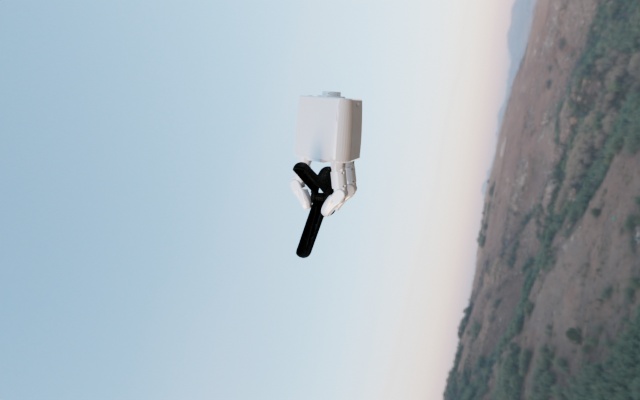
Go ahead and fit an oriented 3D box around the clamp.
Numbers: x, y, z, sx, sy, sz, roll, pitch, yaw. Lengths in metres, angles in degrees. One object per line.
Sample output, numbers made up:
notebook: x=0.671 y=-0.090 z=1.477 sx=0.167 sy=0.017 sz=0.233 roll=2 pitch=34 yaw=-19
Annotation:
clamp: x=0.000 y=0.002 z=0.861 sx=0.036 sy=0.164 sz=0.210 roll=7 pitch=13 yaw=20
